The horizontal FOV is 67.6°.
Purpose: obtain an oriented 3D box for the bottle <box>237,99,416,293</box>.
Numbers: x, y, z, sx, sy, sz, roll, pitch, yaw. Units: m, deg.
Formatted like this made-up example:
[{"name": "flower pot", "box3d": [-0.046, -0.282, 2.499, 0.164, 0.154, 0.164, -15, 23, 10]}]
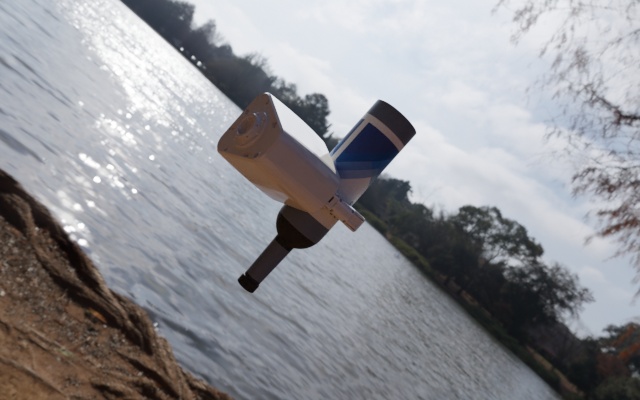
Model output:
[{"name": "bottle", "box3d": [0.000, 0.002, 0.616, 0.069, 0.296, 0.069, 42, 2, -1]}]
